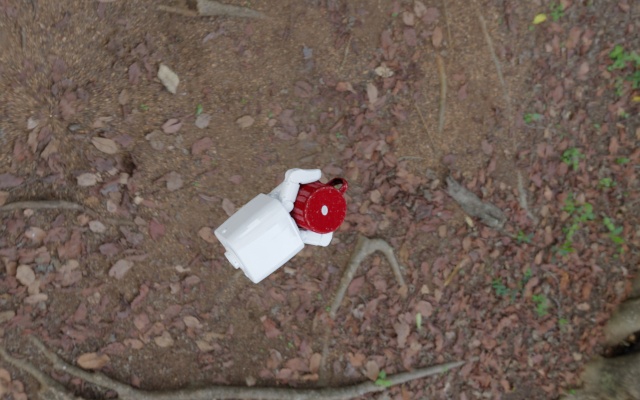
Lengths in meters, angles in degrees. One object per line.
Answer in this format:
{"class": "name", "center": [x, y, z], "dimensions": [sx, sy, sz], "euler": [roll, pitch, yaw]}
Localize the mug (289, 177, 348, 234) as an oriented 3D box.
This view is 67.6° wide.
{"class": "mug", "center": [0.001, 0.002, 0.809], "dimensions": [0.117, 0.093, 0.081], "euler": [-39, 25, -17]}
